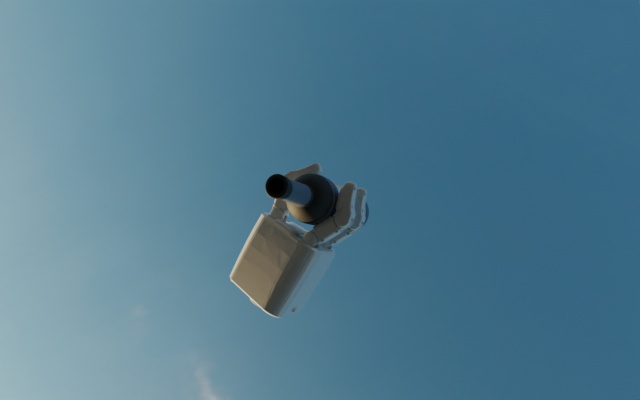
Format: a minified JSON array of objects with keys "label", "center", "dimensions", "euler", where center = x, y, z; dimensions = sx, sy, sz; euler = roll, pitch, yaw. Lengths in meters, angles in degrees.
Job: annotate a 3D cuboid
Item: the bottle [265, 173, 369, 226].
[{"label":"bottle","center":[0.000,0.002,0.657],"dimensions":[0.069,0.069,0.296],"euler":[0,-7,19]}]
